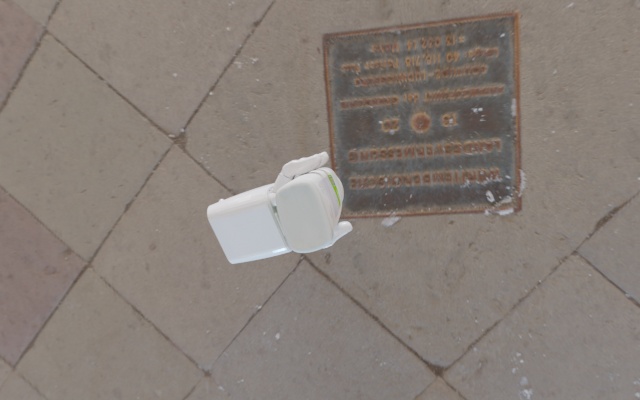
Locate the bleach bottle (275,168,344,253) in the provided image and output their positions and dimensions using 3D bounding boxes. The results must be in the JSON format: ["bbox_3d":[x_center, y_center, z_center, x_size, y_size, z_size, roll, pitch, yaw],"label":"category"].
[{"bbox_3d":[0.000,0.002,0.760,0.068,0.102,0.251,-16,5,13],"label":"bleach bottle"}]
